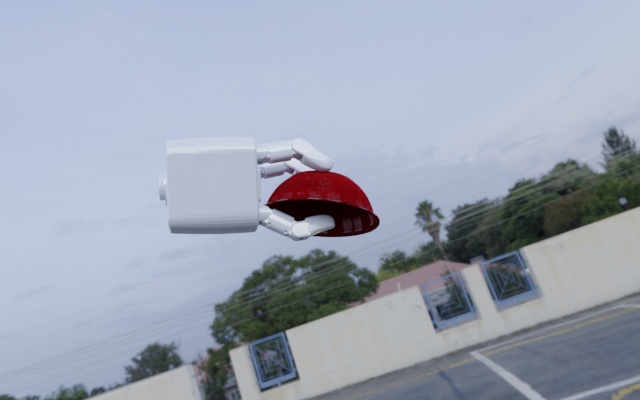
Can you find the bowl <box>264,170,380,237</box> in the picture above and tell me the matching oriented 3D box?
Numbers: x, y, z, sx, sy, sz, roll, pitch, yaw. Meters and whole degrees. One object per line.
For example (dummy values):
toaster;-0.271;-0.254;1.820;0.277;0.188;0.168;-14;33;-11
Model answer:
bowl;0.001;0.002;0.643;0.162;0.055;0.162;5;-20;2
